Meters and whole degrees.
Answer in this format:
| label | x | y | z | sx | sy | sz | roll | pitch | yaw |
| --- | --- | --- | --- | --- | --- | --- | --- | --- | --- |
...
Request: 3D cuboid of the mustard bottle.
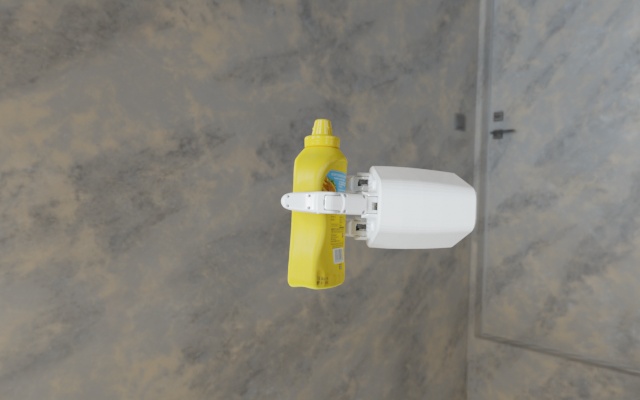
| label | x | y | z | sx | sy | sz | roll | pitch | yaw |
| --- | --- | --- | --- | --- | --- | --- | --- | --- | --- |
| mustard bottle | 0.000 | 0.002 | 0.556 | 0.058 | 0.191 | 0.096 | 2 | -2 | 23 |
